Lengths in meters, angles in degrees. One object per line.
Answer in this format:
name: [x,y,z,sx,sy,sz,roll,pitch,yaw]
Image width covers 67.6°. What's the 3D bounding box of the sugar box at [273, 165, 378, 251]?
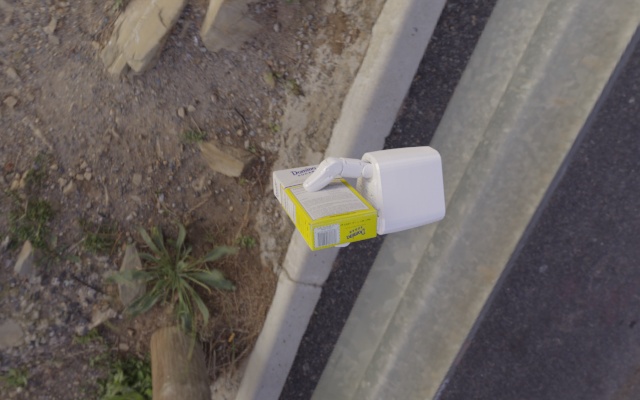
sugar box: [0.000,0.003,0.672,0.093,0.048,0.176,-10,26,-17]
